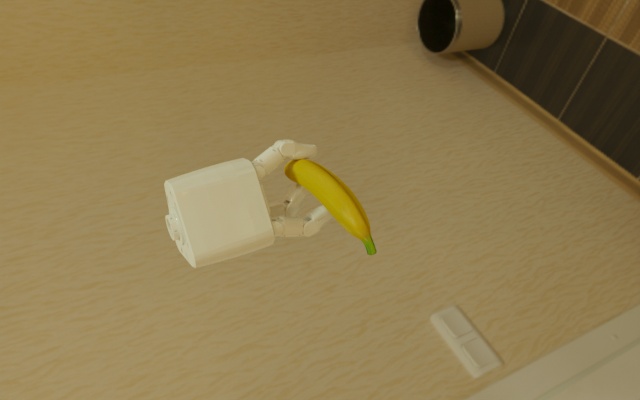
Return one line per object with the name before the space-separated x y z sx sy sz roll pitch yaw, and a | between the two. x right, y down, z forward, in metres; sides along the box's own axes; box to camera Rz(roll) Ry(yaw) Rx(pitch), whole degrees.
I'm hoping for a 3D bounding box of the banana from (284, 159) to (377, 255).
banana | 0.003 -0.010 0.613 0.037 0.070 0.197 -21 47 -26
